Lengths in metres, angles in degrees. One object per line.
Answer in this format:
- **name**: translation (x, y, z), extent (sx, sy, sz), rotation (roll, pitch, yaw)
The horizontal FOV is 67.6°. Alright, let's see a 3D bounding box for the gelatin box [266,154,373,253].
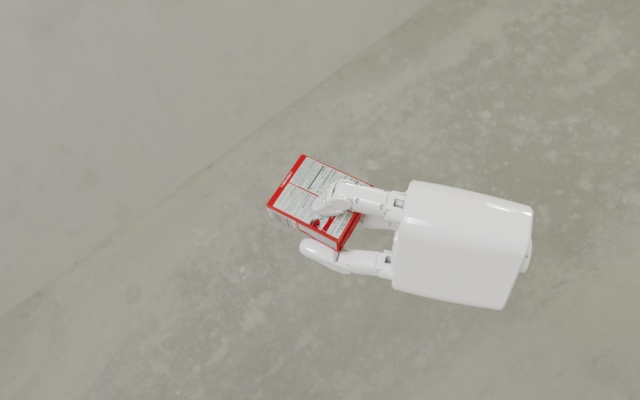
- **gelatin box**: translation (0.000, 0.001, 0.496), extent (0.089, 0.073, 0.030), rotation (26, -24, 16)
